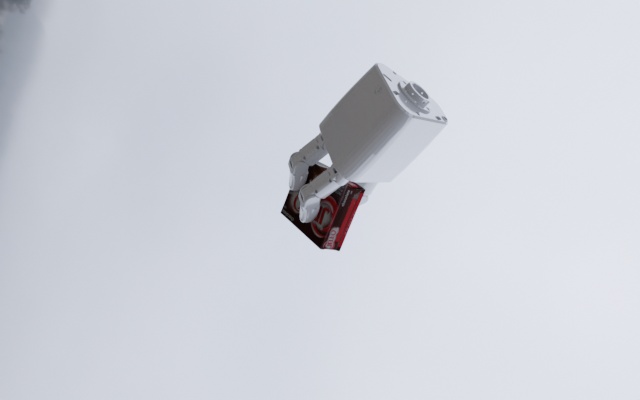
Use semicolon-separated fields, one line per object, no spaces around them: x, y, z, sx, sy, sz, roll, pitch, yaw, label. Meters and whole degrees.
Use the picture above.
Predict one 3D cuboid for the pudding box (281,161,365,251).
0.000;0.002;0.632;0.039;0.090;0.113;13;15;-36;pudding box
